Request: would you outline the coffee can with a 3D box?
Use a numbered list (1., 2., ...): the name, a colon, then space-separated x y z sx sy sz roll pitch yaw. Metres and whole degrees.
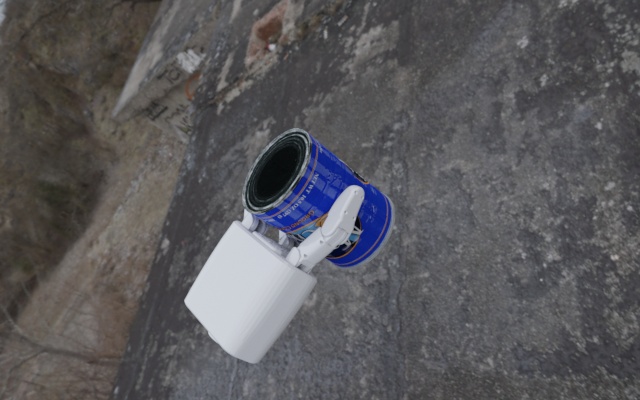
1. coffee can: 0.000 0.002 0.528 0.140 0.102 0.103 35 -22 -34
